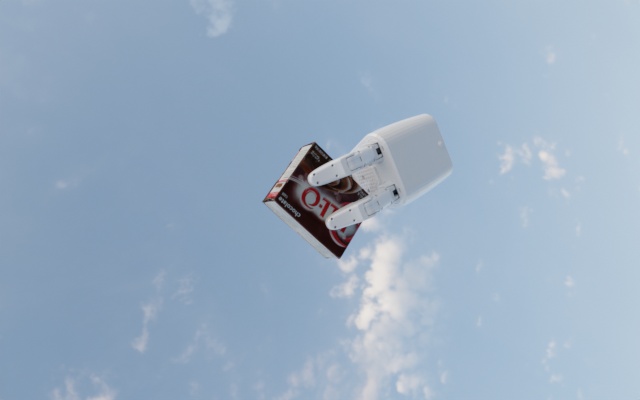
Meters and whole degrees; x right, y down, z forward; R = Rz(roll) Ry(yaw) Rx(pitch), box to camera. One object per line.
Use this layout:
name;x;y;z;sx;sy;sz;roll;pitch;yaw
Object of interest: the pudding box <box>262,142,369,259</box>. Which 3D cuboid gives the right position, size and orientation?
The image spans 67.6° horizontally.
pudding box;0.000;0.002;0.568;0.113;0.090;0.039;42;-25;-19
